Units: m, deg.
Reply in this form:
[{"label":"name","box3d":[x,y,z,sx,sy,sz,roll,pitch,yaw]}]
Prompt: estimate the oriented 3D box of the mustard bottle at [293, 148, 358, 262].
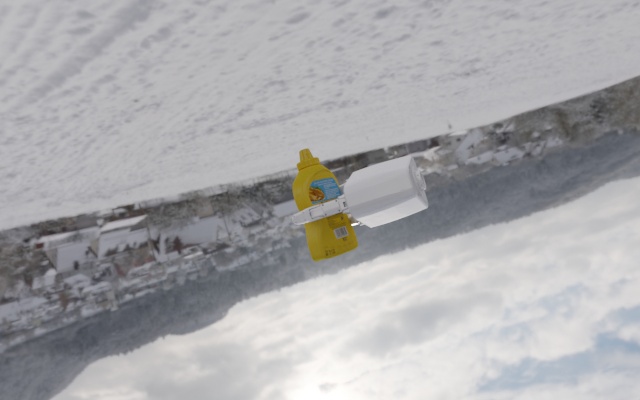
[{"label":"mustard bottle","box3d":[0.000,0.003,0.825,0.096,0.191,0.058,-14,-5,-46]}]
